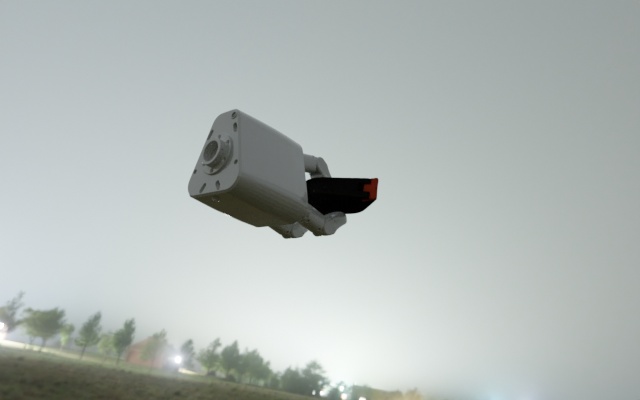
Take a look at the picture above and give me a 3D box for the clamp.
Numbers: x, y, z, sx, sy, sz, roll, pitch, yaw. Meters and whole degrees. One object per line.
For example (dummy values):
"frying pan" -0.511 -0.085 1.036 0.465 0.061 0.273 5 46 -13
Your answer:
"clamp" 0.000 0.001 0.653 0.210 0.036 0.164 -7 -21 39
